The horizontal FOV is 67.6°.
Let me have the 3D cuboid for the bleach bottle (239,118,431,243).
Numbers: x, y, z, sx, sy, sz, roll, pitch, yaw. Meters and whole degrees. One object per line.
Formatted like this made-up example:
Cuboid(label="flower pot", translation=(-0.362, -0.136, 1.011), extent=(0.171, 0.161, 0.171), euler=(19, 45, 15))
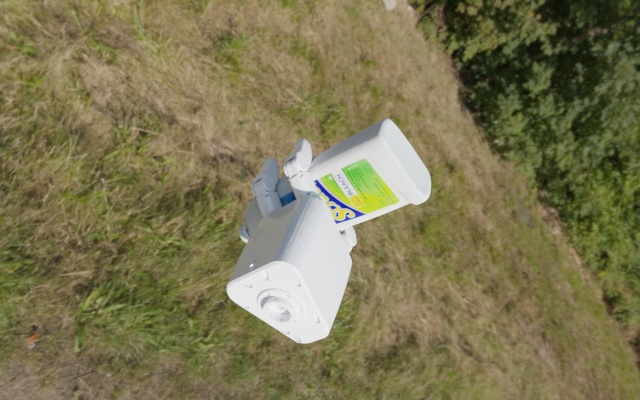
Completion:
Cuboid(label="bleach bottle", translation=(0.000, 0.002, 0.584), extent=(0.251, 0.102, 0.068), euler=(-28, 21, 31))
